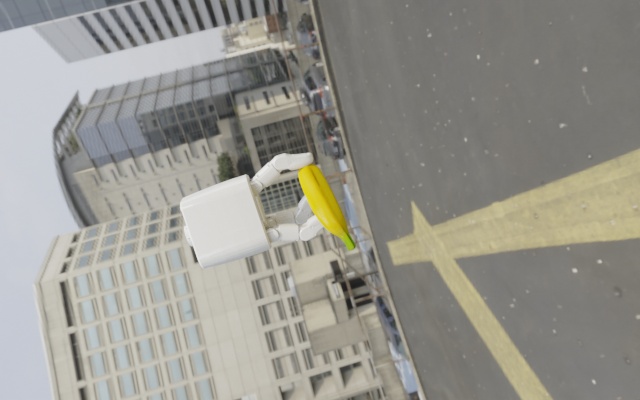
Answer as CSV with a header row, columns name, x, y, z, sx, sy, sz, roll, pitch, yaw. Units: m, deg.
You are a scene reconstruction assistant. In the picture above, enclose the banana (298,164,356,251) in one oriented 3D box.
name,x,y,z,sx,sy,sz,roll,pitch,yaw
banana,-0.004,-0.009,0.689,0.037,0.070,0.197,-22,40,-3
